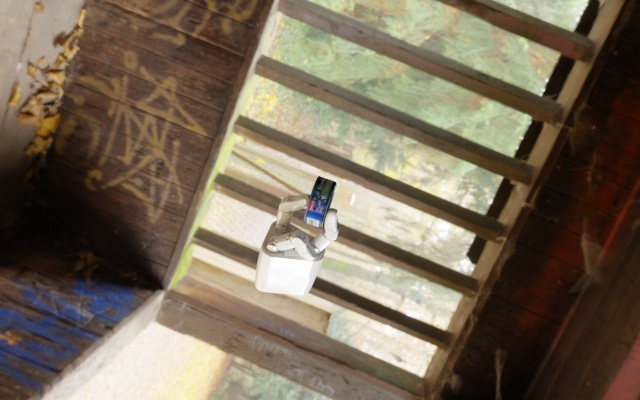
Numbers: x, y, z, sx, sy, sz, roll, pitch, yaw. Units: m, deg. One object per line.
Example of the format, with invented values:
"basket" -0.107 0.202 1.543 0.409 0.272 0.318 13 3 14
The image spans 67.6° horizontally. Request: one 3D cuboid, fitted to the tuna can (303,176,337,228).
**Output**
"tuna can" 0.001 0.003 0.822 0.034 0.086 0.086 18 1 5
